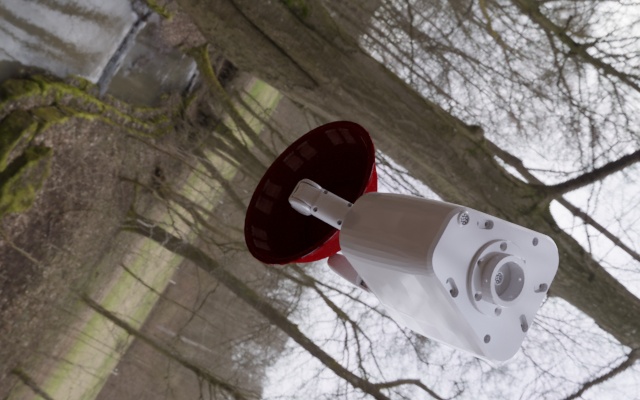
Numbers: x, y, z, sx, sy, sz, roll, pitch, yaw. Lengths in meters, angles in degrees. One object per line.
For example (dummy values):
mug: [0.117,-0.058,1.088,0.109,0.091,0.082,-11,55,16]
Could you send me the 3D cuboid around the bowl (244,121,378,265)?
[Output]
bowl: [0.000,0.001,0.473,0.162,0.162,0.055,0,-31,47]
